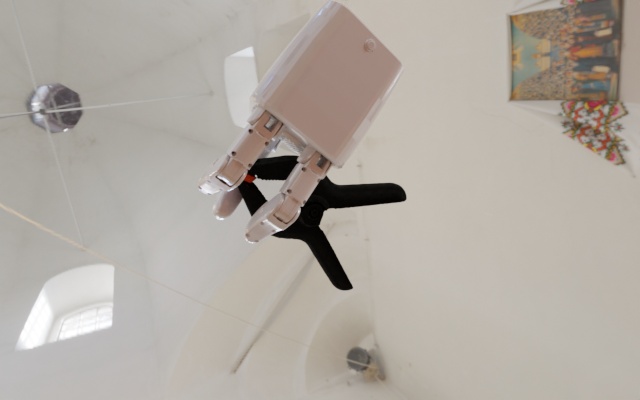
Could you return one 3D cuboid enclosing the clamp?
[{"bbox_3d":[0.000,0.001,0.455,0.171,0.120,0.039,37,-3,-25],"label":"clamp"}]
